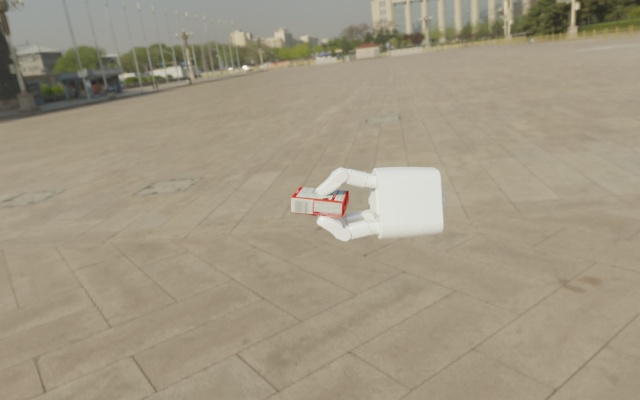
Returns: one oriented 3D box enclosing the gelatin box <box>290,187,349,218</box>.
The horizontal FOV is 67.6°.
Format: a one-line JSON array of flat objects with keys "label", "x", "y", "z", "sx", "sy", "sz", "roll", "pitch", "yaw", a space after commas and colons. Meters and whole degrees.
[{"label": "gelatin box", "x": 0.000, "y": 0.002, "z": 0.793, "sx": 0.089, "sy": 0.030, "sz": 0.073, "roll": 6, "pitch": 16, "yaw": 7}]
